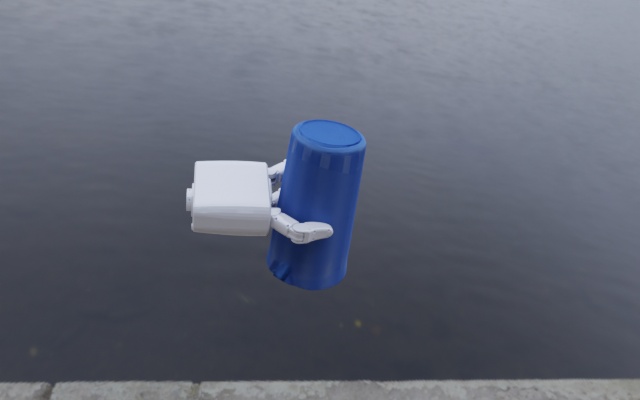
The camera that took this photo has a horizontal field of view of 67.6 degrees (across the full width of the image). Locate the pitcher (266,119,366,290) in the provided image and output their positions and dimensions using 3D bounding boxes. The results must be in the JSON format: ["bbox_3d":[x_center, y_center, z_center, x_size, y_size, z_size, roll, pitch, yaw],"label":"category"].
[{"bbox_3d":[0.000,0.002,0.738,0.145,0.243,0.149,3,31,-14],"label":"pitcher"}]
